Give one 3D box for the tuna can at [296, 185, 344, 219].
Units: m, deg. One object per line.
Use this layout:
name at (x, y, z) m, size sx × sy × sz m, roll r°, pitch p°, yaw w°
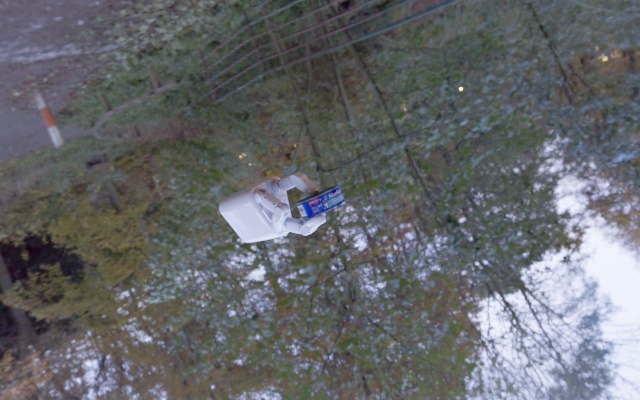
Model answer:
tuna can at (0.000, 0.003, 0.878) m, size 0.086 × 0.034 × 0.086 m, roll -24°, pitch 4°, yaw 2°
